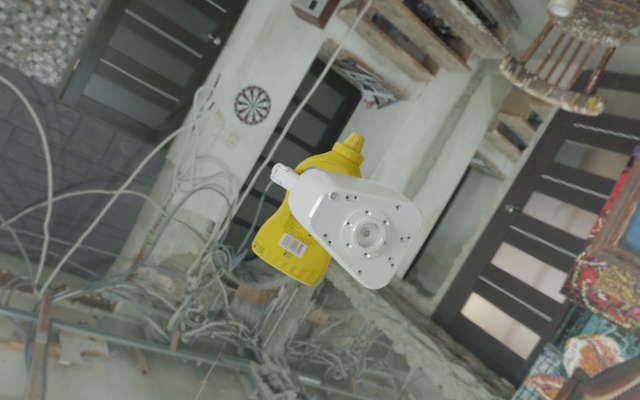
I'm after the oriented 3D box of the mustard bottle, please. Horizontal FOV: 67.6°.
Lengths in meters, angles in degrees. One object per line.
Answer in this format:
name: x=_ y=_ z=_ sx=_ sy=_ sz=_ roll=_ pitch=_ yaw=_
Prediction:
mustard bottle: x=0.000 y=0.002 z=0.597 sx=0.096 sy=0.191 sz=0.058 roll=31 pitch=4 yaw=8
